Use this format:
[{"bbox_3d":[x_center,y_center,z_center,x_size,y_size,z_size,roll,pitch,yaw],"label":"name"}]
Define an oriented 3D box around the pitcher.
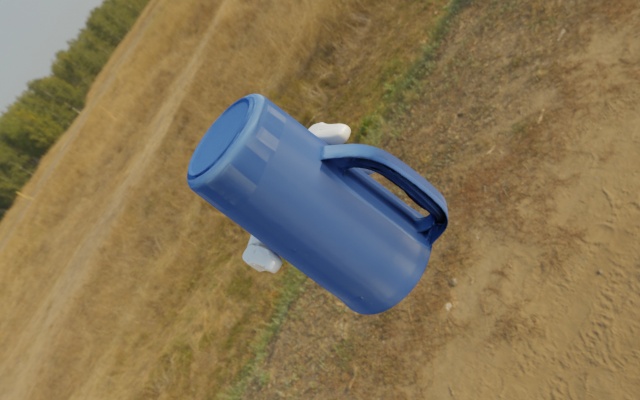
[{"bbox_3d":[0.000,0.002,0.482,0.243,0.149,0.145,38,-5,-29],"label":"pitcher"}]
